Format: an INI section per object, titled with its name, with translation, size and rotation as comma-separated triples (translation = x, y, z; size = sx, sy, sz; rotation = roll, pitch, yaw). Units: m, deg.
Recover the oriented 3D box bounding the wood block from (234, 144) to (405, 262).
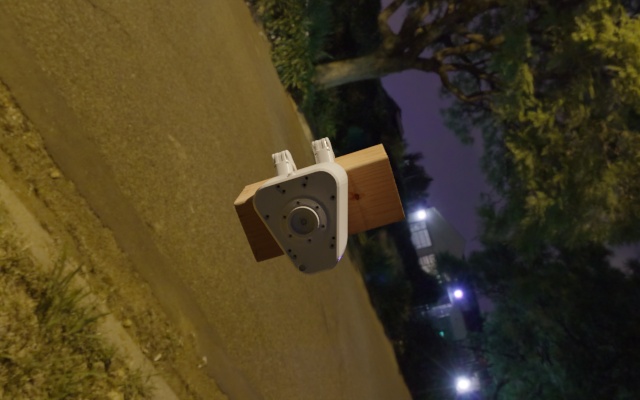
[wood block]
translation = 0.000, 0.003, 0.656
size = 0.206, 0.091, 0.090
rotation = -16, 16, 7
